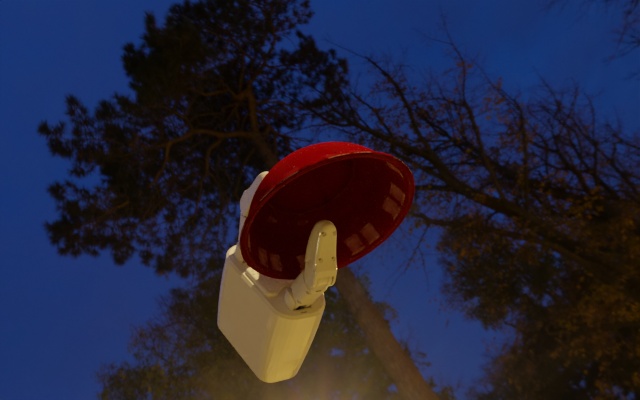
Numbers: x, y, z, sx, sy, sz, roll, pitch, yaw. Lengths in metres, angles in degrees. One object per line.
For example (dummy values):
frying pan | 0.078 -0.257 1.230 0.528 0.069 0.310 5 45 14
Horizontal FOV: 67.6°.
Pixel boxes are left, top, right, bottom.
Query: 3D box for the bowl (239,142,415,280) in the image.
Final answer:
bowl | 0.001 0.000 0.427 0.162 0.055 0.162 -17 -37 -13
